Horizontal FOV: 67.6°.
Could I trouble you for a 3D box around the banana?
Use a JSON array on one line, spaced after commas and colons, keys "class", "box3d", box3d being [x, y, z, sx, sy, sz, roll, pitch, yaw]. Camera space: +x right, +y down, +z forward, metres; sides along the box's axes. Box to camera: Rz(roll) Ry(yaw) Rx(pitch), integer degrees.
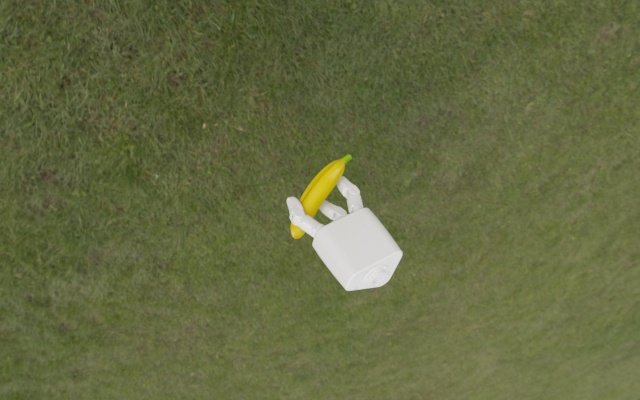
[{"class": "banana", "box3d": [-0.008, 0.000, 0.875, 0.037, 0.198, 0.069, 46, 23, 26]}]
